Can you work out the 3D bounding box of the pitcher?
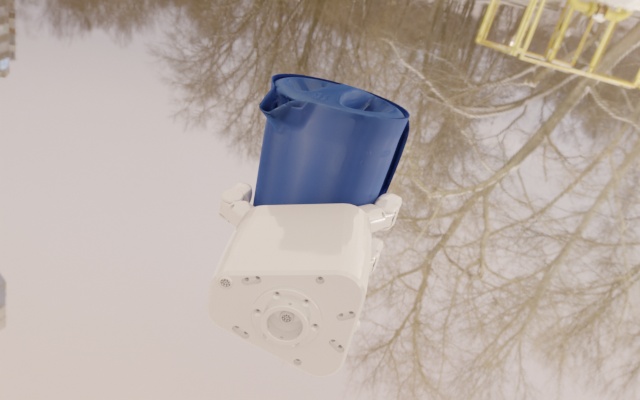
[{"bbox_3d":[0.000,0.002,0.497,0.149,0.243,0.145,15,23,-1],"label":"pitcher"}]
